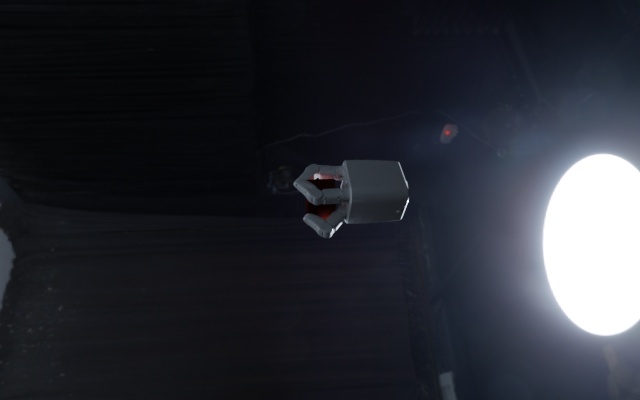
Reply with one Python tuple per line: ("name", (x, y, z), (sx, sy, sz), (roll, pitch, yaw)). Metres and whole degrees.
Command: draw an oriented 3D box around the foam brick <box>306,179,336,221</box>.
("foam brick", (0.000, 0.003, 0.890), (0.051, 0.053, 0.078), (-2, -33, -5))
